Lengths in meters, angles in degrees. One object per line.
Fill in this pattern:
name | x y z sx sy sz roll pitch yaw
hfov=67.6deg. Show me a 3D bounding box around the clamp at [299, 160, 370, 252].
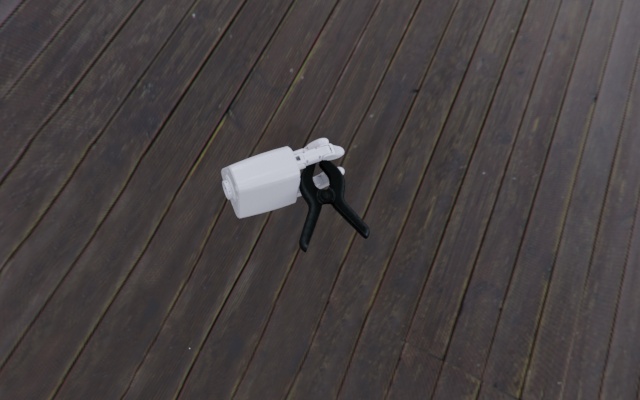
clamp | 0.000 0.002 0.805 0.120 0.171 0.039 -19 -11 -18
